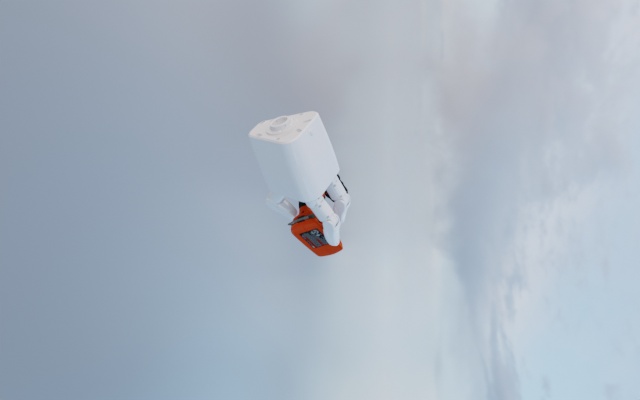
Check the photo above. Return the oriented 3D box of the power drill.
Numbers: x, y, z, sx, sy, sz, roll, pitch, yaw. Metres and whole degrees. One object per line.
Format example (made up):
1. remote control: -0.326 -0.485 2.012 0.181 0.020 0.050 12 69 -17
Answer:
1. power drill: 0.000 0.003 0.861 0.057 0.187 0.184 -22 -42 23
